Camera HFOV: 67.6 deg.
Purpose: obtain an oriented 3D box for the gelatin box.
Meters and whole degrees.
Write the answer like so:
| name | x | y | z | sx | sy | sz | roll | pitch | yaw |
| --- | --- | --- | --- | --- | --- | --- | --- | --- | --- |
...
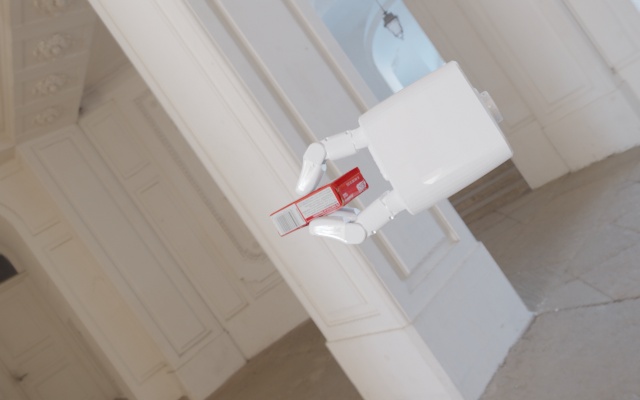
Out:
| name | x | y | z | sx | sy | sz | roll | pitch | yaw |
| --- | --- | --- | --- | --- | --- | --- | --- | --- | --- |
| gelatin box | 0.000 | 0.001 | 0.518 | 0.089 | 0.030 | 0.073 | -27 | 3 | 30 |
